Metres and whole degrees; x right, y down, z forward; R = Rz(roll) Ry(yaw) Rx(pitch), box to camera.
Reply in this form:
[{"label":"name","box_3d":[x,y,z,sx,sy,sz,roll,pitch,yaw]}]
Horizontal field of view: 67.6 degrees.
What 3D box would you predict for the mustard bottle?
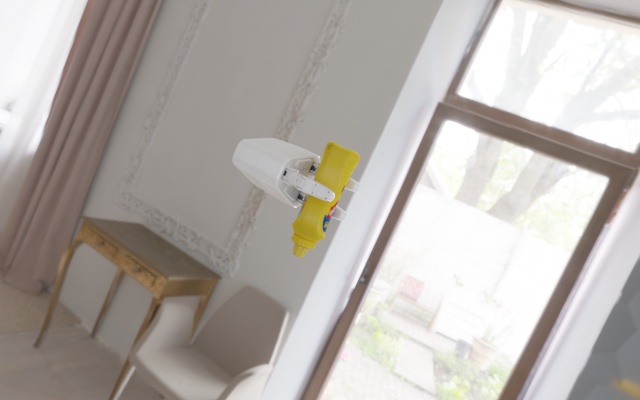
[{"label":"mustard bottle","box_3d":[0.001,0.002,0.773,0.058,0.191,0.096,25,4,3]}]
